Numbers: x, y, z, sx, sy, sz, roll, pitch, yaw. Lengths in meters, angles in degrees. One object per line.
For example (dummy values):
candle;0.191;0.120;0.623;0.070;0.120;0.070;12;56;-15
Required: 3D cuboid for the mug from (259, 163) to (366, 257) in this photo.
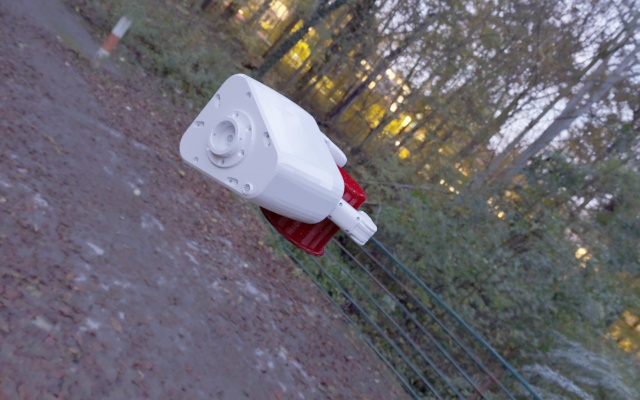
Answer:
mug;0.001;0.002;0.526;0.093;0.081;0.117;48;13;28
